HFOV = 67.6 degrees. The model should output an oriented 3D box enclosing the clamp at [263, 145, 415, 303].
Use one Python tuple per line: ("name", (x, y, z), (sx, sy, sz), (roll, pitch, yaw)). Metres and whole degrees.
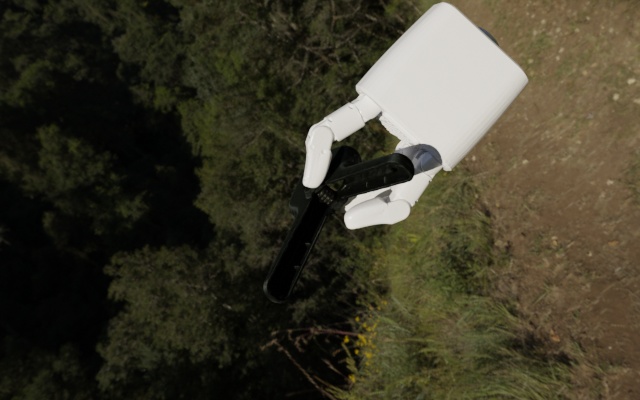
("clamp", (0.000, 0.001, 0.469), (0.036, 0.164, 0.210), (42, 6, -17))
